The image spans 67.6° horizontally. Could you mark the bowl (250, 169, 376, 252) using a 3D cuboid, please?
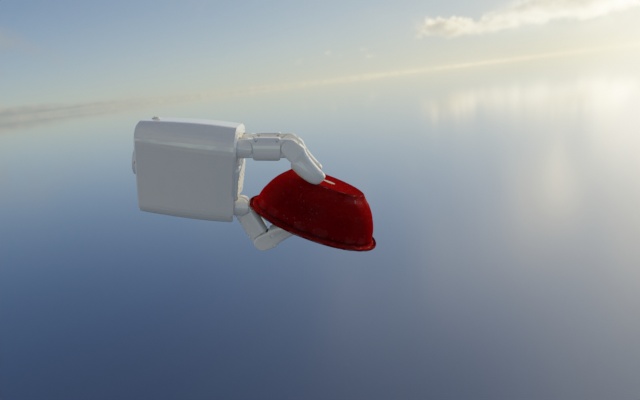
[{"bbox_3d":[0.001,0.002,0.572,0.162,0.055,0.162,20,11,-4],"label":"bowl"}]
